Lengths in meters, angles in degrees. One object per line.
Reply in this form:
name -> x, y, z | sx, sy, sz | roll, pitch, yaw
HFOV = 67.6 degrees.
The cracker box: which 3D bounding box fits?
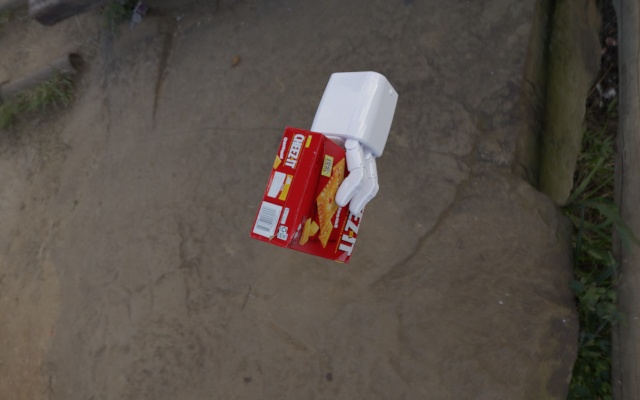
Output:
cracker box -> 0.000, 0.002, 0.732 | 0.072, 0.164, 0.214 | 15, -5, 29
